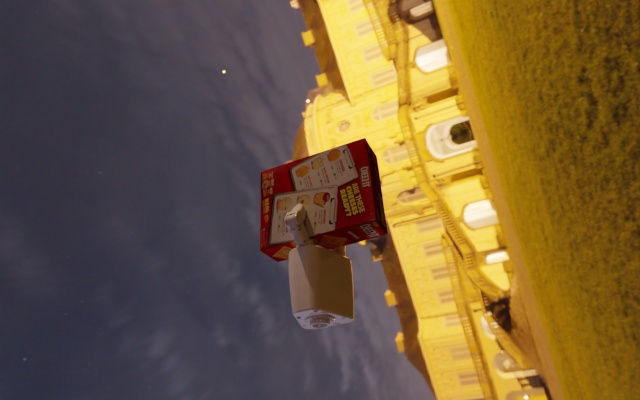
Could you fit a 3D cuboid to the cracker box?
[{"bbox_3d":[0.000,0.003,0.839,0.214,0.164,0.072,-16,-32,20],"label":"cracker box"}]
